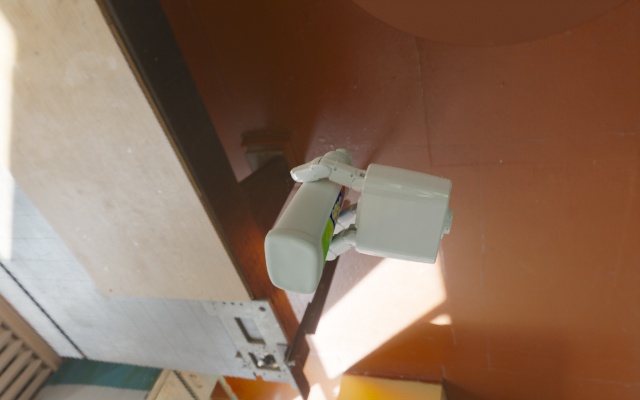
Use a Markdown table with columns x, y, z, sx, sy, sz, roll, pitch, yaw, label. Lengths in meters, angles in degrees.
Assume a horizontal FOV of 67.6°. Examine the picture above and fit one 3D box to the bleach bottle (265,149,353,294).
| x | y | z | sx | sy | sz | roll | pitch | yaw | label |
| --- | --- | --- | --- | --- | --- | --- | --- | --- | --- |
| 0.000 | 0.002 | 0.652 | 0.068 | 0.103 | 0.250 | 11 | 42 | 12 | bleach bottle |
